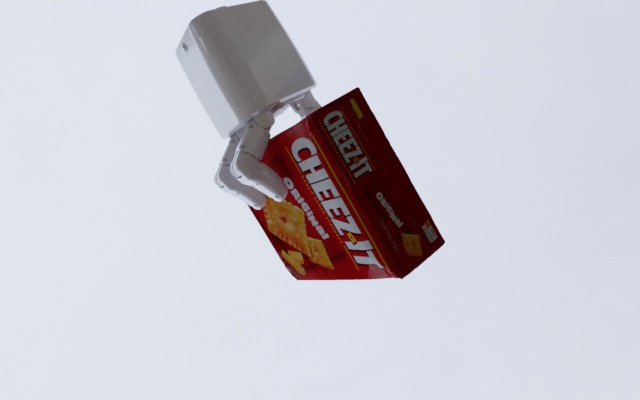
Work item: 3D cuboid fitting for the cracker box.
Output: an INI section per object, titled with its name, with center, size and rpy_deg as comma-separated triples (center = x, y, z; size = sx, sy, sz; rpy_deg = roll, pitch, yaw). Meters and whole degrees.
[cracker box]
center = 0.000, 0.002, 0.499
size = 0.072, 0.164, 0.214
rpy_deg = -35, 9, -28
